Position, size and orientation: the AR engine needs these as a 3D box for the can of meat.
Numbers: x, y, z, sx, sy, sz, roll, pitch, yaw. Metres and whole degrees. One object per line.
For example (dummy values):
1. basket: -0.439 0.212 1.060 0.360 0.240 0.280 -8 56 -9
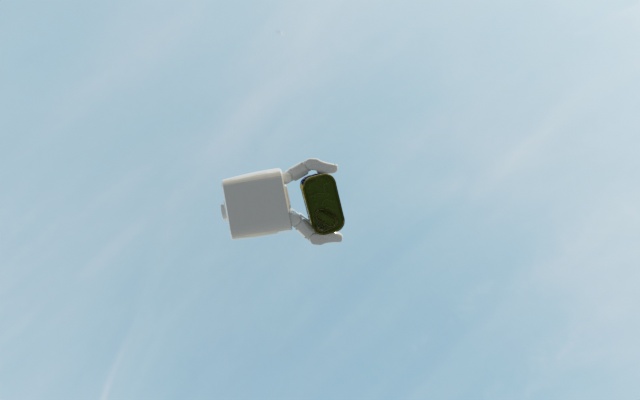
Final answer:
1. can of meat: 0.000 0.003 0.840 0.057 0.102 0.084 -15 8 -7
